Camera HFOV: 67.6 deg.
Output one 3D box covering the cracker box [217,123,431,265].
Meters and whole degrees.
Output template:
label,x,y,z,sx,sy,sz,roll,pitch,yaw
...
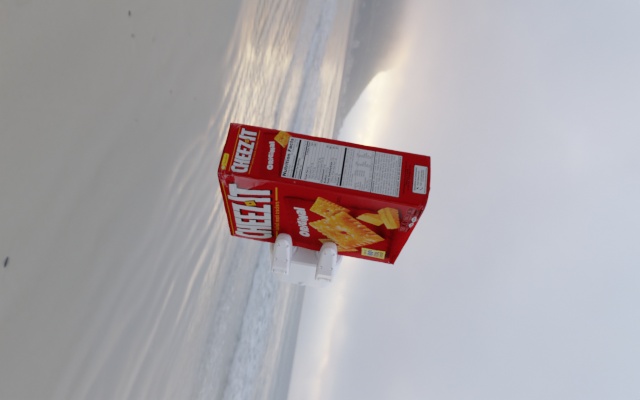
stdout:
label,x,y,z,sx,sy,sz,roll,pitch,yaw
cracker box,0.000,0.002,0.548,0.214,0.072,0.164,9,-28,0
